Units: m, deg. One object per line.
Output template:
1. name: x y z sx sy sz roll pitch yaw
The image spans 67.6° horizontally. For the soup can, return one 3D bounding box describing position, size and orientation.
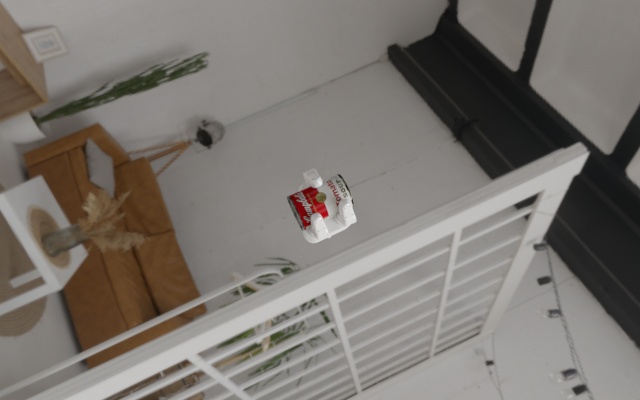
1. soup can: 0.000 0.002 0.851 0.102 0.068 0.068 -25 3 -8
